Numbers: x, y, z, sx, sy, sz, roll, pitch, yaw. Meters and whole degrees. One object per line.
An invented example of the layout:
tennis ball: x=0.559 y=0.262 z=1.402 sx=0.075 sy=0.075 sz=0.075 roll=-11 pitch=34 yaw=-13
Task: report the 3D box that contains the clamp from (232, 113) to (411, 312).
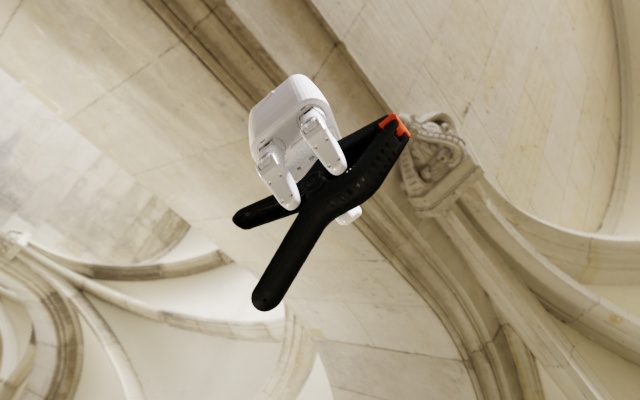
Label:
clamp: x=0.001 y=0.002 z=0.452 sx=0.210 sy=0.036 sz=0.164 roll=-38 pitch=31 yaw=11
